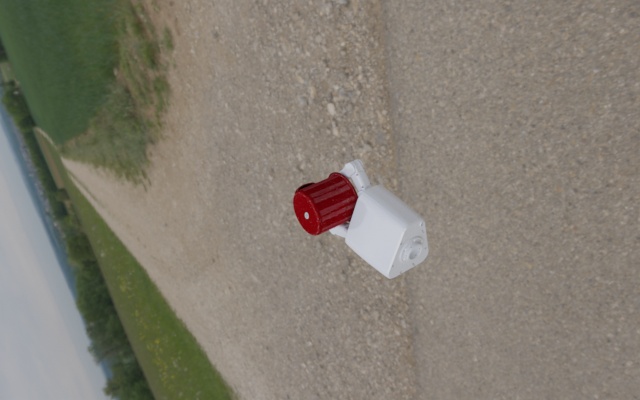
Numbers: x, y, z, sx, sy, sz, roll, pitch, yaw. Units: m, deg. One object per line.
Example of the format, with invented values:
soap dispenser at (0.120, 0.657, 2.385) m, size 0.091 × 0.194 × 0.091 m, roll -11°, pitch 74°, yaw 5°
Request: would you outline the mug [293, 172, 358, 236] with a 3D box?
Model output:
mug at (-0.001, 0.002, 0.818) m, size 0.081 × 0.093 × 0.117 m, roll -24°, pitch 43°, yaw -28°
